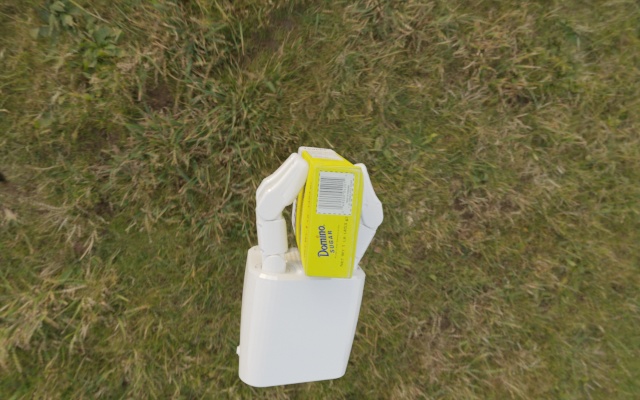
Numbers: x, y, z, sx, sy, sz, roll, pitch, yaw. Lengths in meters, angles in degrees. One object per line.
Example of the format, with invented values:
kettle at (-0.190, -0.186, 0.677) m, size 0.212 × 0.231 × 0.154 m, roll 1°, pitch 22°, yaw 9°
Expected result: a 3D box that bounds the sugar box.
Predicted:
sugar box at (0.000, 0.002, 0.461) m, size 0.048 × 0.093 × 0.176 m, roll 4°, pitch 10°, yaw -10°
